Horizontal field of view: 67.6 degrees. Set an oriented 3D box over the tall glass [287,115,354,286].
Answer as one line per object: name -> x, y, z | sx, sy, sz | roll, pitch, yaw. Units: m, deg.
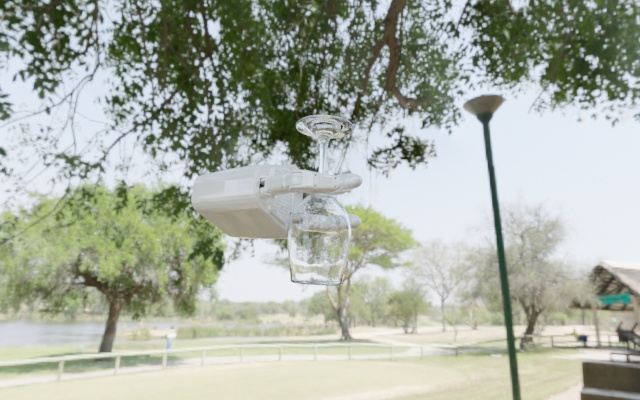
tall glass -> 0.000, 0.001, 0.589 | 0.079, 0.201, 0.079 | 3, -13, 1
